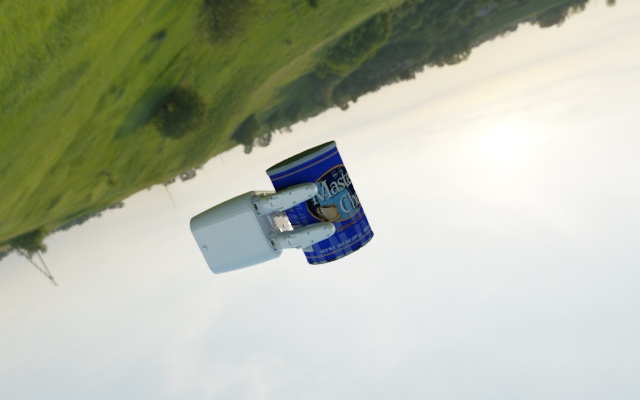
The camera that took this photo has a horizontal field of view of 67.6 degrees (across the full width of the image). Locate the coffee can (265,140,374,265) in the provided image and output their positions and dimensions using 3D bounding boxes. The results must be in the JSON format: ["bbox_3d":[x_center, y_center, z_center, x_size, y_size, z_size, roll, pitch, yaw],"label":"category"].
[{"bbox_3d":[0.000,0.002,0.652,0.103,0.140,0.103,-23,10,4],"label":"coffee can"}]
